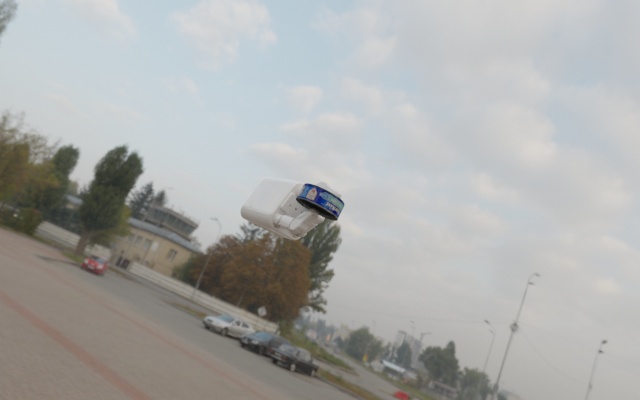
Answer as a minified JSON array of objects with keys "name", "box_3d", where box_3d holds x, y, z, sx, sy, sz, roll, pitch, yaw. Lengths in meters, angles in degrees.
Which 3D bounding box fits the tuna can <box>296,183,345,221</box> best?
[{"name":"tuna can","box_3d":[0.000,0.002,0.870,0.086,0.033,0.086,26,-11,5]}]
